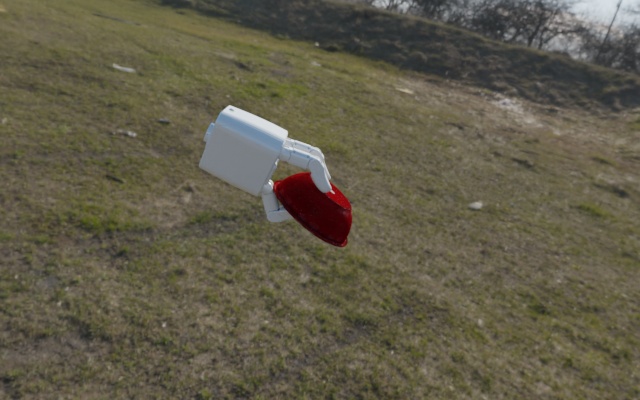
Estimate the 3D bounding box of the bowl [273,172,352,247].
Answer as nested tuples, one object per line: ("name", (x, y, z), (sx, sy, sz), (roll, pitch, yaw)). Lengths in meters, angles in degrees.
("bowl", (0.001, 0.003, 0.799), (0.162, 0.055, 0.162), (38, 15, -12))
